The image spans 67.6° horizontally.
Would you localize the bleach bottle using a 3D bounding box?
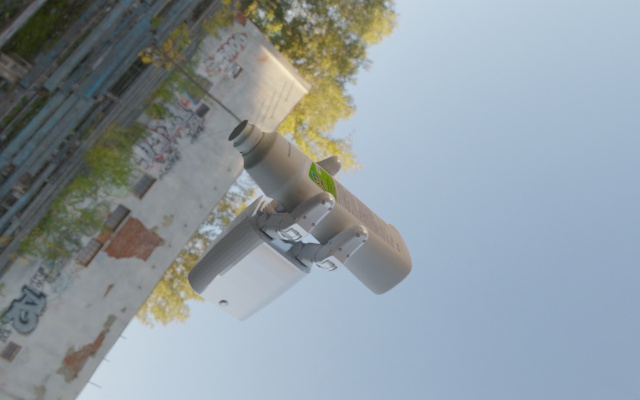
[{"bbox_3d":[0.000,0.002,0.532,0.251,0.068,0.102,42,15,-27],"label":"bleach bottle"}]
